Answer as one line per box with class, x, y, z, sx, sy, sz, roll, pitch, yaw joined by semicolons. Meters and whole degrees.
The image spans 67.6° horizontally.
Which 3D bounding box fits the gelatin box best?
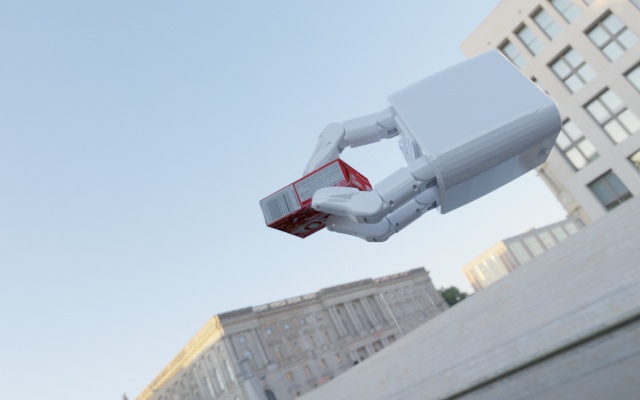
gelatin box;0.000;0.001;0.444;0.089;0.030;0.073;-27;-22;17
